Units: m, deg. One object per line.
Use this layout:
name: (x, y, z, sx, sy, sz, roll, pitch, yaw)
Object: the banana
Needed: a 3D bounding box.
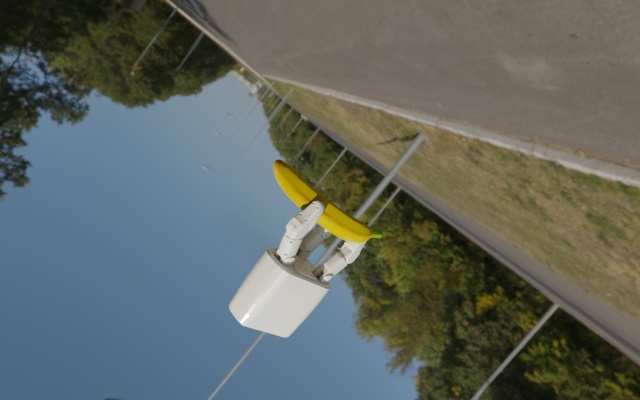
banana: (-0.002, 0.006, 0.692, 0.198, 0.037, 0.069, 37, 13, 8)
